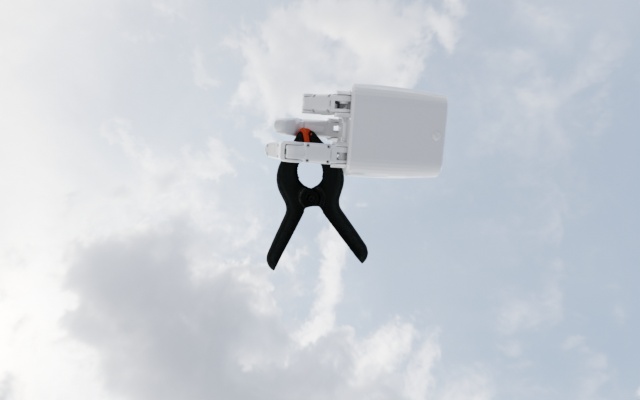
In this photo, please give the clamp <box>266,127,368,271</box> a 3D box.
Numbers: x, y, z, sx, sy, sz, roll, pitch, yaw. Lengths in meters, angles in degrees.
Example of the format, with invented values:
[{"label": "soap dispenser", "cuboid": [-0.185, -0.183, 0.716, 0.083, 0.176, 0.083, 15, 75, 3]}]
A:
[{"label": "clamp", "cuboid": [0.000, 0.002, 0.564, 0.120, 0.171, 0.039, 3, 9, -6]}]
